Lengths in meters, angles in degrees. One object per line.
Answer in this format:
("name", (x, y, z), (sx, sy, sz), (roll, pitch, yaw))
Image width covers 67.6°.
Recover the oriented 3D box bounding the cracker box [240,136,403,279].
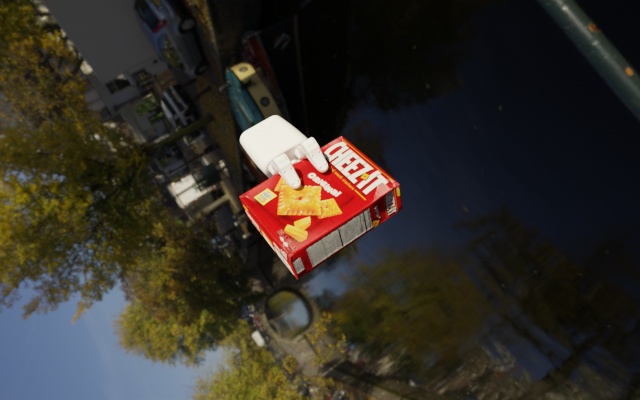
("cracker box", (0.000, 0.003, 0.788), (0.213, 0.072, 0.164), (-33, 51, -14))
